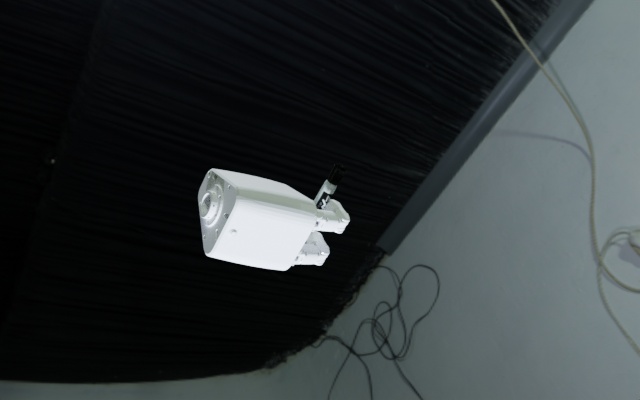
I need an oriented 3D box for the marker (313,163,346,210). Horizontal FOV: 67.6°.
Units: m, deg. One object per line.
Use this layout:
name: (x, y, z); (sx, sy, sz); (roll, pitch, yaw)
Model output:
marker: (0.000, 0.002, 0.642); (0.020, 0.121, 0.020); (26, 21, -11)
